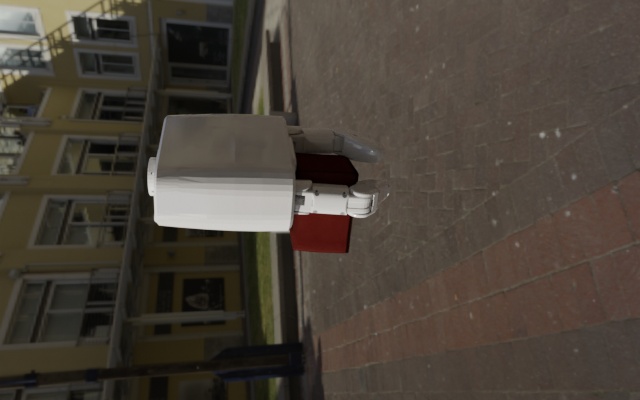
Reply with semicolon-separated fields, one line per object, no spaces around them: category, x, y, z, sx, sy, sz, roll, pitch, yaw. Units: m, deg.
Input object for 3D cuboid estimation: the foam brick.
foam brick;0.000;0.002;0.431;0.051;0.078;0.053;1;22;-10
